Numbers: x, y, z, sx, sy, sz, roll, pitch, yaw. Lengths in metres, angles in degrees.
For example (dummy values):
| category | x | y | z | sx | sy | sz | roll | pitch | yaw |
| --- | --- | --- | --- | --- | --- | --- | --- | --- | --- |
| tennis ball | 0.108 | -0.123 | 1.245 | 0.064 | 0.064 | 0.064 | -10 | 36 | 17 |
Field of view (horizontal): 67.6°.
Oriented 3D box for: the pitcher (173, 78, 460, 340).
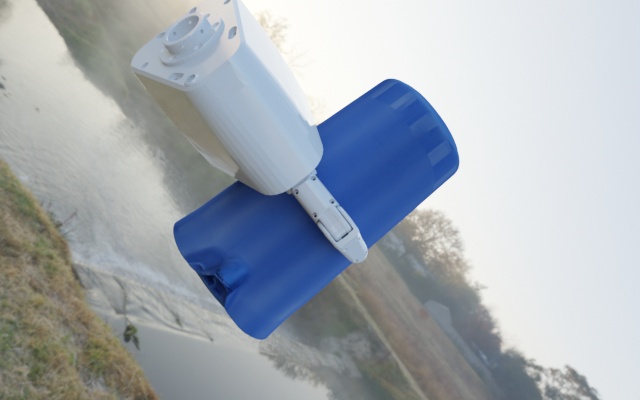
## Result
| category | x | y | z | sx | sy | sz | roll | pitch | yaw |
| --- | --- | --- | --- | --- | --- | --- | --- | --- | --- |
| pitcher | 0.000 | 0.001 | 0.446 | 0.145 | 0.243 | 0.149 | 53 | 0 | -45 |
